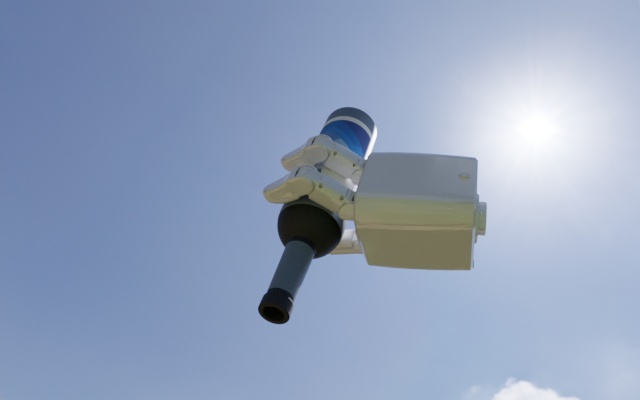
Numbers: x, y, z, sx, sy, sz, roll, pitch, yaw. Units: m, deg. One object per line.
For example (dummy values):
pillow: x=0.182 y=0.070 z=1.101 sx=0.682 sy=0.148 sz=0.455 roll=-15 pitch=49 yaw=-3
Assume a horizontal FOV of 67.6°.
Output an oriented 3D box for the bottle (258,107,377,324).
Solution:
bottle: x=0.000 y=0.001 z=0.497 sx=0.069 sy=0.069 sz=0.295 roll=0 pitch=38 yaw=19
